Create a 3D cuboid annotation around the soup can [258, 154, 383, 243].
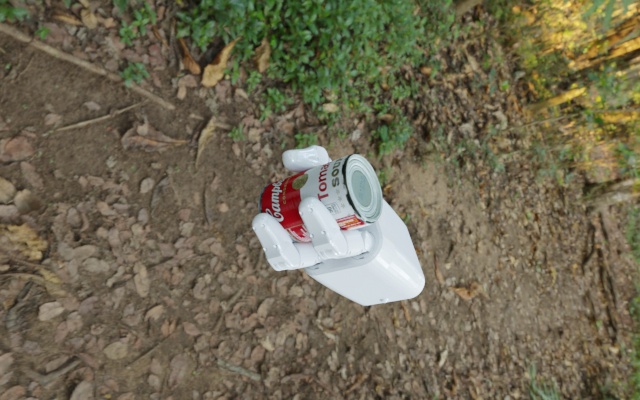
[{"bbox_3d":[0.000,0.001,0.461,0.102,0.068,0.068,-18,-10,32],"label":"soup can"}]
